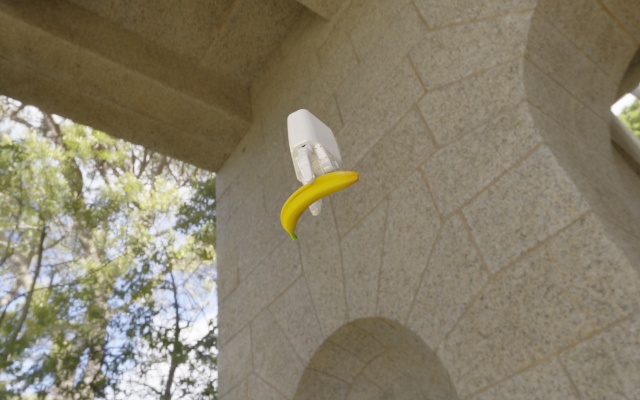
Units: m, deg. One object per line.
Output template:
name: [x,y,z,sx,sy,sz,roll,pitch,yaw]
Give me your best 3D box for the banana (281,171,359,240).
banana: [-0.016,-0.002,0.889,0.070,0.037,0.198,25,-54,-33]
